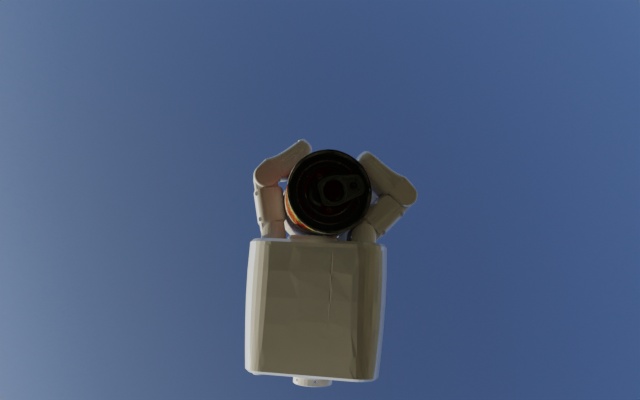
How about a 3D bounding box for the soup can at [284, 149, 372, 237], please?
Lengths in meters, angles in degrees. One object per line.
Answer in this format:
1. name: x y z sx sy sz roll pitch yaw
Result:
1. soup can: 0.000 0.001 0.423 0.068 0.068 0.102 0 -10 -9
